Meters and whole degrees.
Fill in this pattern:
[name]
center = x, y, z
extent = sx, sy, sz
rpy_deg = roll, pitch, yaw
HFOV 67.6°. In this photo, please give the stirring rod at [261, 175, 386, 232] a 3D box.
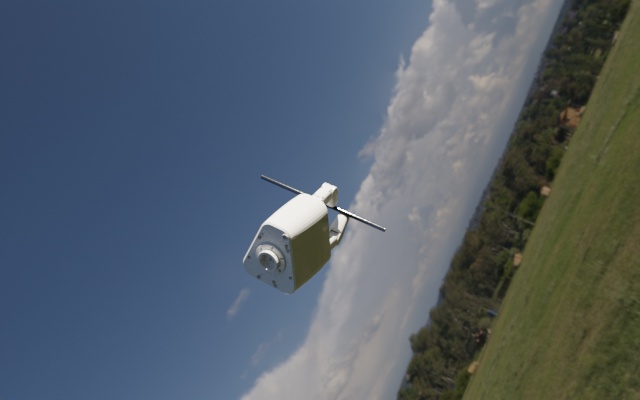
[stirring rod]
center = 0.000, 0.003, 0.812
extent = 0.239, 0.011, 0.011
rpy_deg = 23, 8, 19
